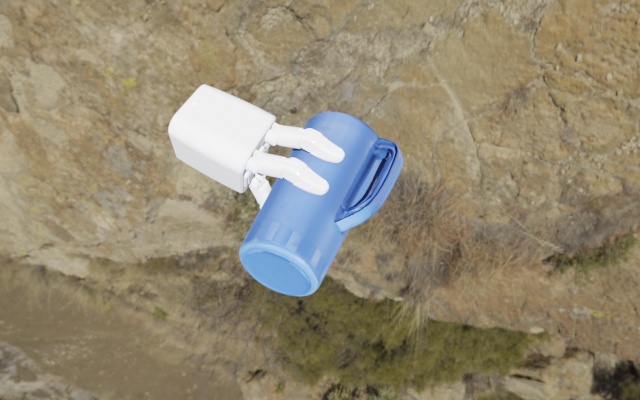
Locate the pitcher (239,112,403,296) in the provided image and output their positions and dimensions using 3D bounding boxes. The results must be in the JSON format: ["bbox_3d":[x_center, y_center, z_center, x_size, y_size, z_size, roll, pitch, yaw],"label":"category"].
[{"bbox_3d":[0.000,0.002,0.641,0.145,0.242,0.149,29,-36,-2],"label":"pitcher"}]
